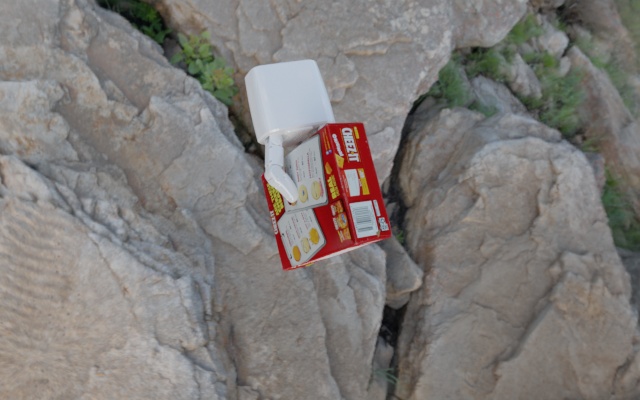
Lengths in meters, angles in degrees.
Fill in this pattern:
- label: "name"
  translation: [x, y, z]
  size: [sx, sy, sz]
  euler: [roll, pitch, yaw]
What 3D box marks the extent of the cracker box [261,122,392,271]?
- label: "cracker box"
  translation: [0.000, 0.002, 0.703]
  size: [0.072, 0.164, 0.214]
  euler: [-7, -12, -32]
